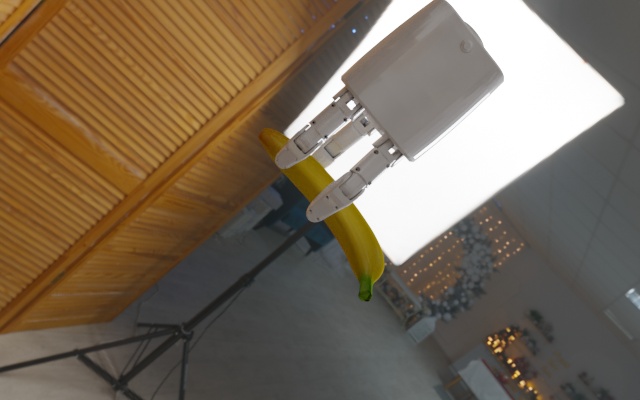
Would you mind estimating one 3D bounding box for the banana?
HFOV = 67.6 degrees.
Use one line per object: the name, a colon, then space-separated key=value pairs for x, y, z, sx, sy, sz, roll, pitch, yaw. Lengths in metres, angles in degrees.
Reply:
banana: x=0.009 y=0.006 z=0.476 sx=0.037 sy=0.197 sz=0.069 roll=-39 pitch=-17 yaw=15
